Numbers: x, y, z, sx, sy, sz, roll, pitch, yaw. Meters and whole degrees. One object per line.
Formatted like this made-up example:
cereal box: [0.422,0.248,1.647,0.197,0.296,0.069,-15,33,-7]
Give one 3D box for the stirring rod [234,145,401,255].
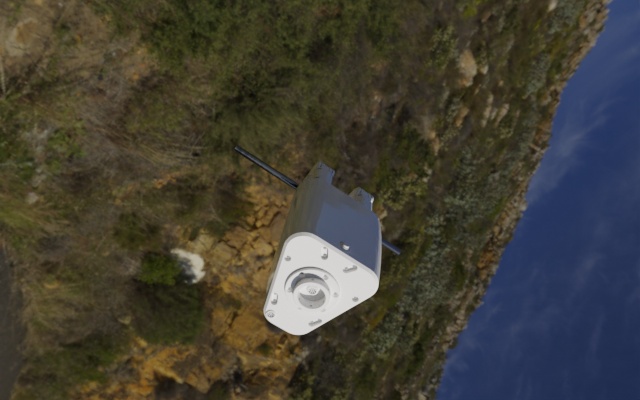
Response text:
stirring rod: [0.000,0.002,0.580,0.239,0.011,0.011,33,-7,-11]
